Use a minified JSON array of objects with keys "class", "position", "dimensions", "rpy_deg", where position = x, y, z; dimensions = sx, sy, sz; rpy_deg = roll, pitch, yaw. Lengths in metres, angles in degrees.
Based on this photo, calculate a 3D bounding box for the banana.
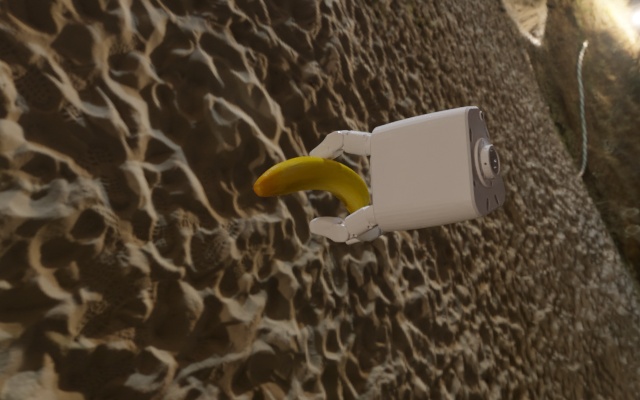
[{"class":"banana","position":[0.005,-0.015,0.554],"dimensions":[0.037,0.069,0.198],"rpy_deg":[-2,-16,40]}]
